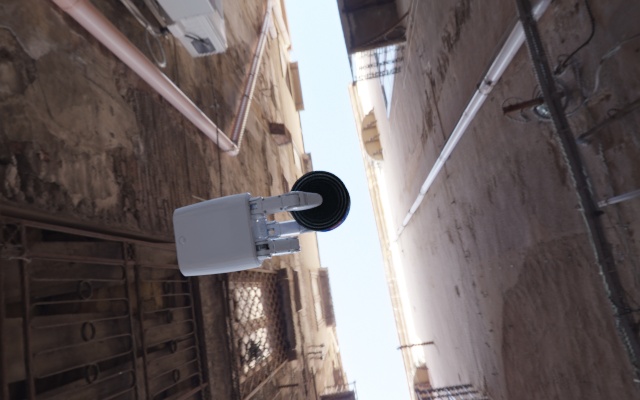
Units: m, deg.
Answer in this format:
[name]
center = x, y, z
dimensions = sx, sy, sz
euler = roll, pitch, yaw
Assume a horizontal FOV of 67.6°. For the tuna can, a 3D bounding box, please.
[tuna can]
center = 0.000, 0.002, 0.675
dimensions = 0.086, 0.086, 0.034
euler = 0, -9, 11
